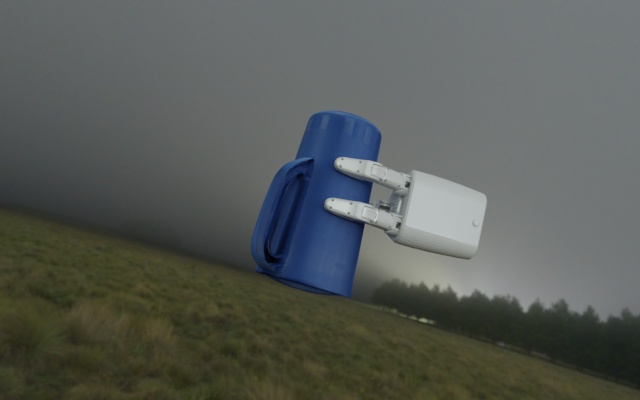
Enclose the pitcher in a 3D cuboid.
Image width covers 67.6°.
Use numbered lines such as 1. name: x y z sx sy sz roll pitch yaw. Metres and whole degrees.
1. pitcher: 0.000 0.002 0.653 0.145 0.242 0.149 15 -10 -3
